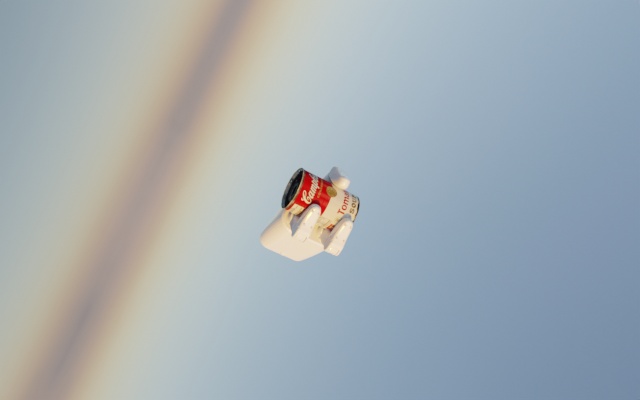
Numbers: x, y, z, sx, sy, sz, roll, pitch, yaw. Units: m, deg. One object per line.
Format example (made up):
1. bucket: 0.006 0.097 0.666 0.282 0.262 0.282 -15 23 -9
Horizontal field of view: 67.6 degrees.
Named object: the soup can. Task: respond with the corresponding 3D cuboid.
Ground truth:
1. soup can: 0.001 0.002 0.730 0.102 0.068 0.068 26 -9 -19
